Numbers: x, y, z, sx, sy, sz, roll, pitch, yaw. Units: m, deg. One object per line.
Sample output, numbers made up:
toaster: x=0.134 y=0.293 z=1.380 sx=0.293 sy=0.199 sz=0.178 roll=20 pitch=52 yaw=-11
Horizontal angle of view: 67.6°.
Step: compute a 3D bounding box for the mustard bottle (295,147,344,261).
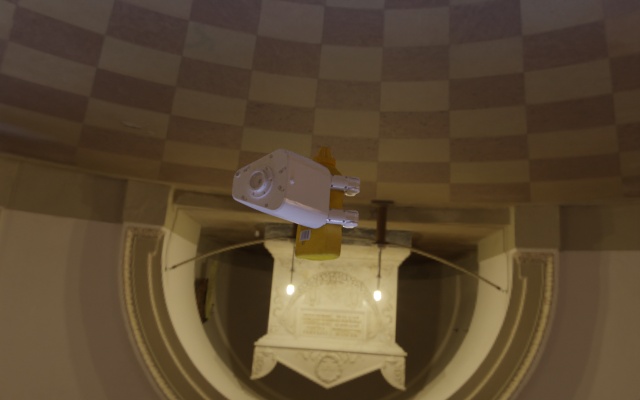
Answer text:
mustard bottle: x=0.000 y=0.003 z=0.802 sx=0.058 sy=0.191 sz=0.096 roll=11 pitch=-15 yaw=-29
